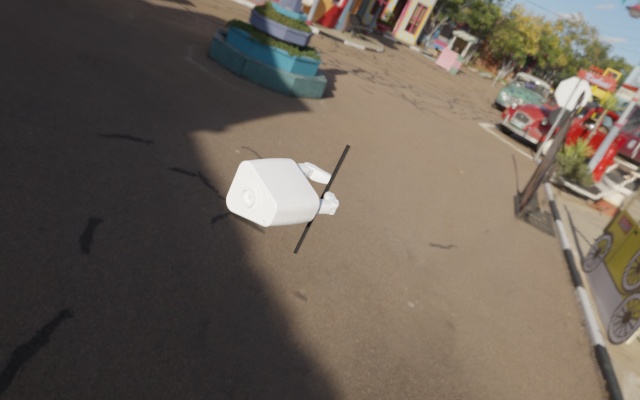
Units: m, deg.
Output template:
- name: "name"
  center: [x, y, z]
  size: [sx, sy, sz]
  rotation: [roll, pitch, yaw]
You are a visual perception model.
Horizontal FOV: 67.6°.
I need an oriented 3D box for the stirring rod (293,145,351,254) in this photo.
- name: "stirring rod"
  center: [0.000, 0.003, 0.888]
  size: [0.011, 0.240, 0.011]
  rotation: [22, 23, -10]
